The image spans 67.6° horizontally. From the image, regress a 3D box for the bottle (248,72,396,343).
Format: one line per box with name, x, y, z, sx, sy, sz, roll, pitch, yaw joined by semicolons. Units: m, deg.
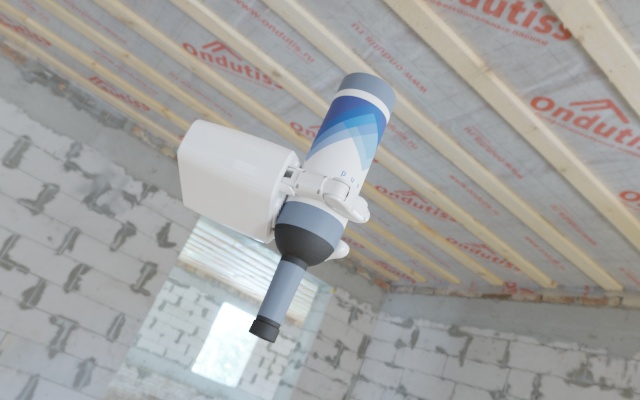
bottle;0.000;0.001;0.495;0.069;0.295;0.069;21;-21;8
